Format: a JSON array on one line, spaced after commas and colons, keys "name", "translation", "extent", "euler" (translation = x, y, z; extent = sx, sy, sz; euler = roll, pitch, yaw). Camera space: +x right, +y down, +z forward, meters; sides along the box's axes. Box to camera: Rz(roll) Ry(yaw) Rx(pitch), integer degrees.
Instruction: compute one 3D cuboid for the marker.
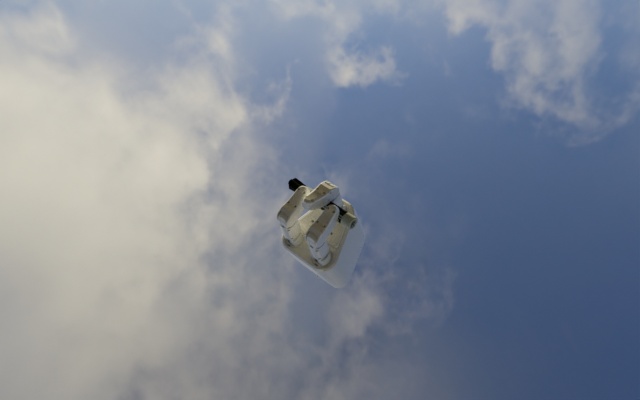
[{"name": "marker", "translation": [0.000, 0.002, 0.666], "extent": [0.121, 0.020, 0.020], "euler": [33, 17, 28]}]
